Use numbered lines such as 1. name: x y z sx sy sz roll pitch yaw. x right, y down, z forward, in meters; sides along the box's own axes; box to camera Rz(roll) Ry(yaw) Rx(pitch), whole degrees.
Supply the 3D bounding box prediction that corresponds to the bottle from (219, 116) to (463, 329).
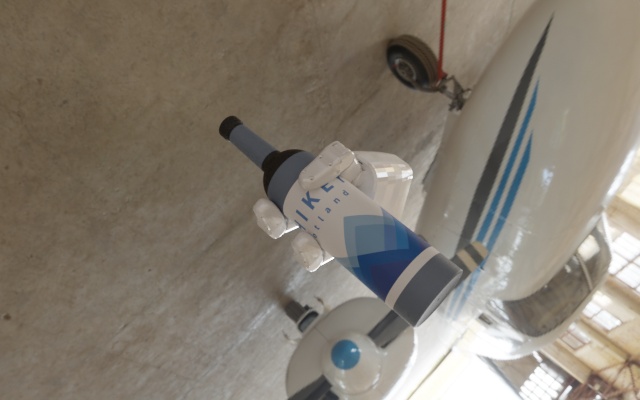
1. bottle: 0.000 0.002 0.477 0.295 0.069 0.069 39 18 24
